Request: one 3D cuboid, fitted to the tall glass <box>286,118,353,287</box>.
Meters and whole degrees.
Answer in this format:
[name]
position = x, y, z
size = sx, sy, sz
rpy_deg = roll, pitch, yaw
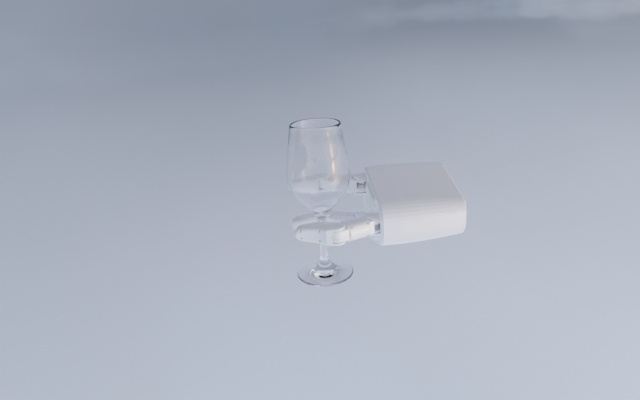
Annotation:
[tall glass]
position = 0.000, 0.003, 0.597
size = 0.079, 0.201, 0.079
rpy_deg = -4, 21, 1
